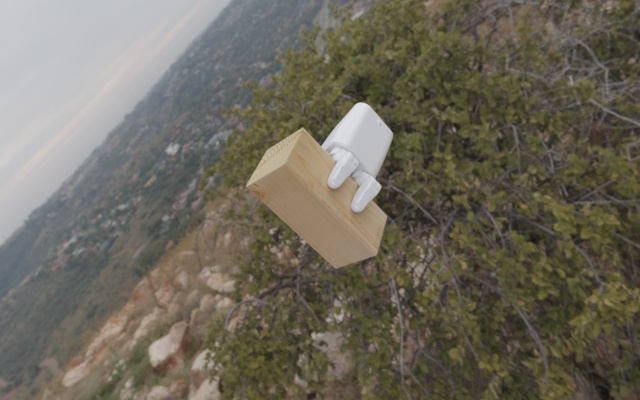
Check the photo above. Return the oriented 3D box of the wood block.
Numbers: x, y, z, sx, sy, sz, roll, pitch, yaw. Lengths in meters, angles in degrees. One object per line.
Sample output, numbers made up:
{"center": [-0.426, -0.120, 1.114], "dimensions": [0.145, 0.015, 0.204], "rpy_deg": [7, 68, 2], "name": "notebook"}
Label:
{"center": [0.000, 0.002, 0.742], "dimensions": [0.091, 0.090, 0.206], "rpy_deg": [-25, -59, 40], "name": "wood block"}
